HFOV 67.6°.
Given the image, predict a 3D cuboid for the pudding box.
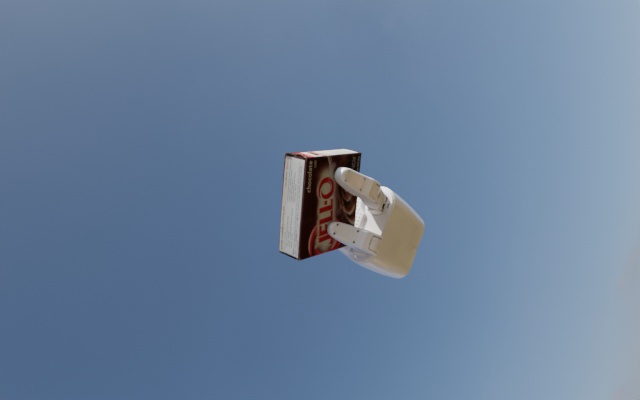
[{"bbox_3d":[0.000,0.002,0.526,0.039,0.113,0.090,14,17,40],"label":"pudding box"}]
